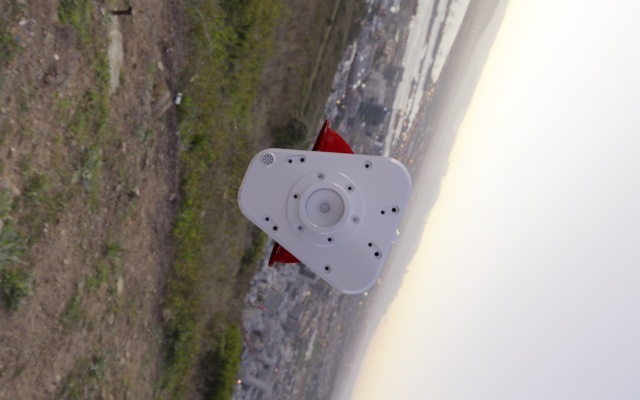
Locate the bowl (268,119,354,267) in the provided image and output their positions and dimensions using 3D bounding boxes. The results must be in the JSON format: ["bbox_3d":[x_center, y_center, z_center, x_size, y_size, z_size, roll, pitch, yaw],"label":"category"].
[{"bbox_3d":[0.000,0.001,0.494,0.055,0.162,0.162,22,-2,-6],"label":"bowl"}]
